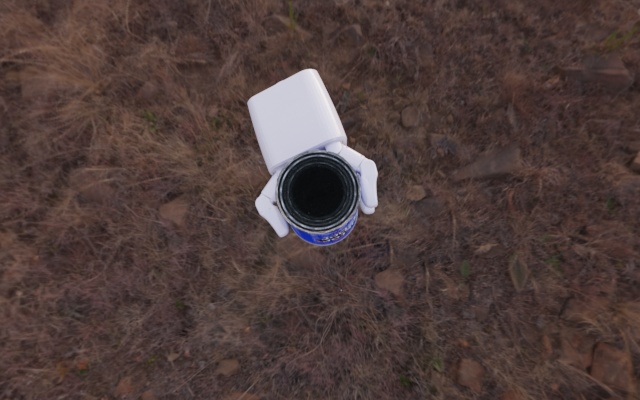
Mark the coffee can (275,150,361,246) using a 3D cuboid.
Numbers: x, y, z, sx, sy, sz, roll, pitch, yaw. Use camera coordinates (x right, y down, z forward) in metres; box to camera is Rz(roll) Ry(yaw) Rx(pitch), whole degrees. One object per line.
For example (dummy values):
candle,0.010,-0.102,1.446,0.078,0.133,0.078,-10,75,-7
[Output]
coffee can,0.000,0.002,0.631,0.103,0.102,0.140,0,-11,3
